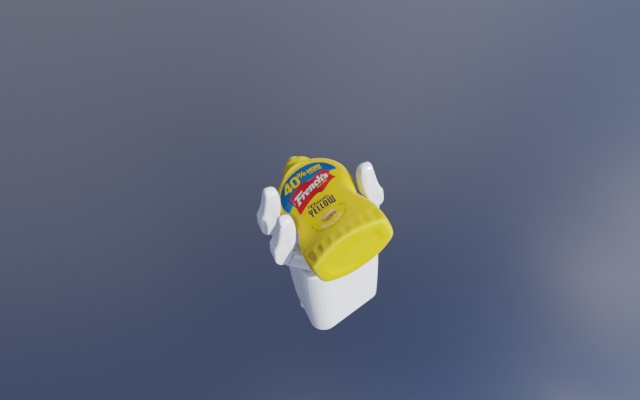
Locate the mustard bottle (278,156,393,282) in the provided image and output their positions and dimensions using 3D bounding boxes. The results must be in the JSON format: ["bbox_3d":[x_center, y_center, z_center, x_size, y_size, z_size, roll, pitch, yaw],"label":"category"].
[{"bbox_3d":[0.000,0.002,0.564,0.058,0.096,0.191,52,3,-42],"label":"mustard bottle"}]
